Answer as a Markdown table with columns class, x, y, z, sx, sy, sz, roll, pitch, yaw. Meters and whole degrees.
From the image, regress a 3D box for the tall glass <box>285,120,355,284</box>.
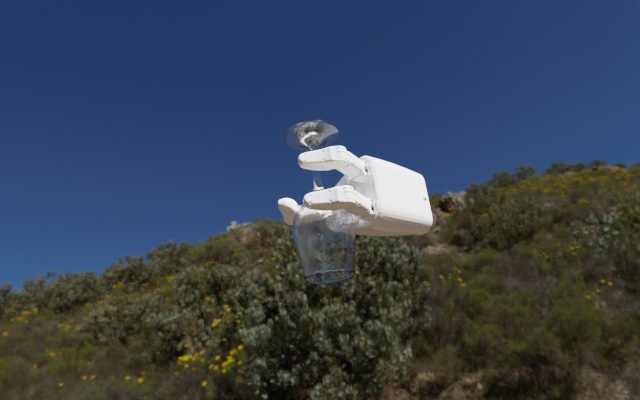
| class | x | y | z | sx | sy | sz | roll | pitch | yaw |
| --- | --- | --- | --- | --- | --- | --- | --- | --- | --- |
| tall glass | 0.000 | 0.001 | 0.612 | 0.079 | 0.201 | 0.079 | -6 | -24 | -2 |
